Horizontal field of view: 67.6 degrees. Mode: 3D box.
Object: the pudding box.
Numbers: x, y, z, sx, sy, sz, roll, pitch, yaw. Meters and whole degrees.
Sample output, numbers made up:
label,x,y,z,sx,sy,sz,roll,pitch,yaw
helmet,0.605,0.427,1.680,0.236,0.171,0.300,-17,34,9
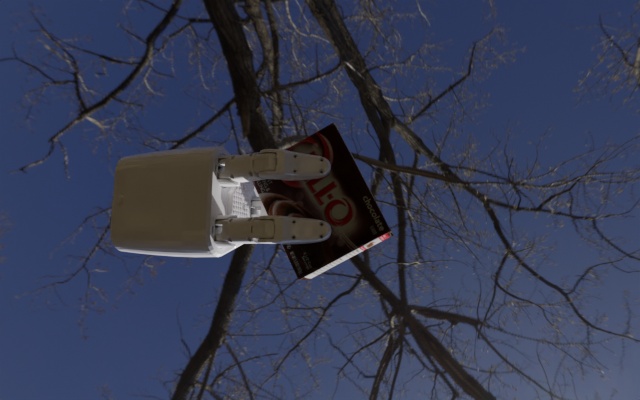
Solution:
label,x,y,z,sx,sy,sz,roll,pitch,yaw
pudding box,0.000,0.001,0.427,0.090,0.113,0.039,-29,-14,9
